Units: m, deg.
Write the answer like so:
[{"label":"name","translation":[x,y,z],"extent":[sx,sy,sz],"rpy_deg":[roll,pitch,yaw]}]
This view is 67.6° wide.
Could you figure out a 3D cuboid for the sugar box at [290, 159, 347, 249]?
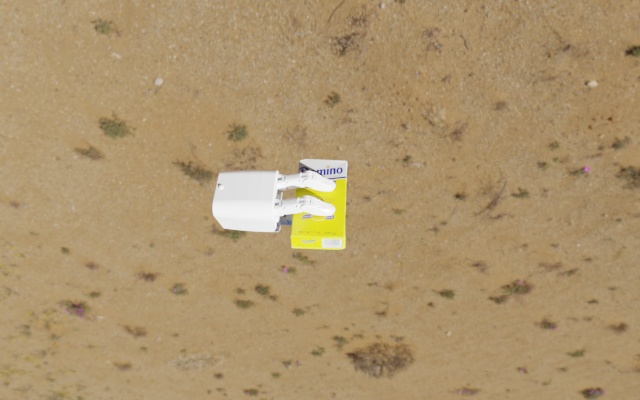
[{"label":"sugar box","translation":[0.000,0.003,0.856],"extent":[0.093,0.176,0.048],"rpy_deg":[2,-35,1]}]
